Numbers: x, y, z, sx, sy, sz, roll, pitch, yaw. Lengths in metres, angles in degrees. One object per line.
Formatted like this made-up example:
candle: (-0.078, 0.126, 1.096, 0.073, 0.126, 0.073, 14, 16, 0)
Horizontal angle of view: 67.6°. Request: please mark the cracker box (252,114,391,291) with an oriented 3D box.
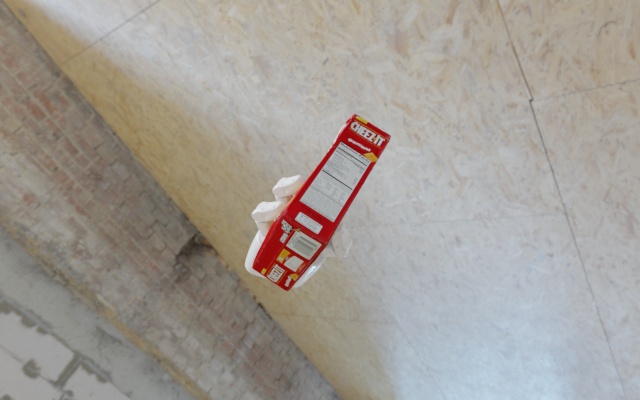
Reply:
cracker box: (0.000, 0.002, 0.672, 0.072, 0.213, 0.164, 33, -37, 0)
